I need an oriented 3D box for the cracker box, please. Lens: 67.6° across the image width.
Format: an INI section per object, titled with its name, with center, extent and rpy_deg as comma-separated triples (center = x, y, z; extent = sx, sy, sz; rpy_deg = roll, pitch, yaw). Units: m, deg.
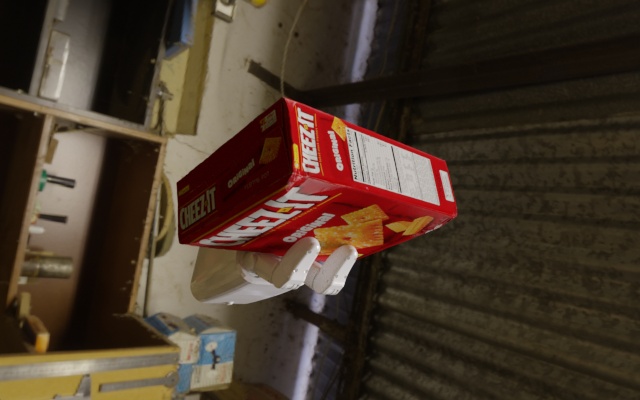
[cracker box]
center = 0.000, 0.001, 0.452
extent = 0.214, 0.072, 0.164
rpy_deg = 12, -30, -42
